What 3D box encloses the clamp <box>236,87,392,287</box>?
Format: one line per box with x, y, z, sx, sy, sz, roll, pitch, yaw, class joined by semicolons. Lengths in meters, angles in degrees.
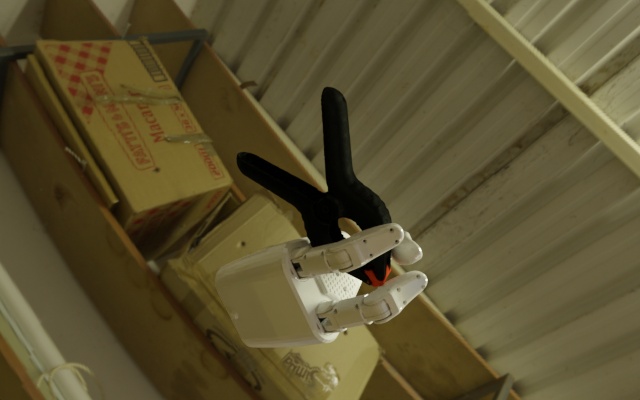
0.001;0.001;0.420;0.120;0.171;0.039;-20;7;36;clamp
